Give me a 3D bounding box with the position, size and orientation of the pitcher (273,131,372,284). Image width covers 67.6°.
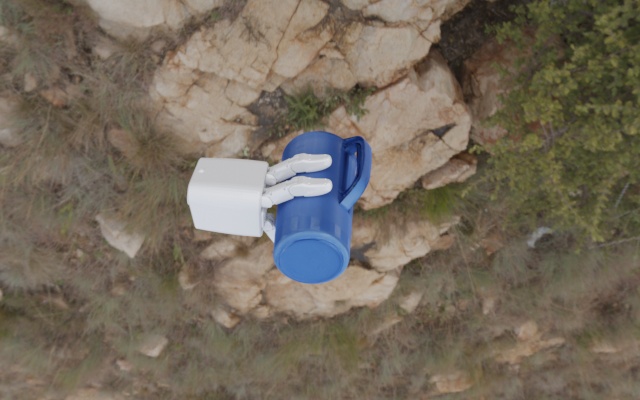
[{"bbox_3d":[0.000,0.002,0.748,0.145,0.149,0.242,6,40,-2],"label":"pitcher"}]
